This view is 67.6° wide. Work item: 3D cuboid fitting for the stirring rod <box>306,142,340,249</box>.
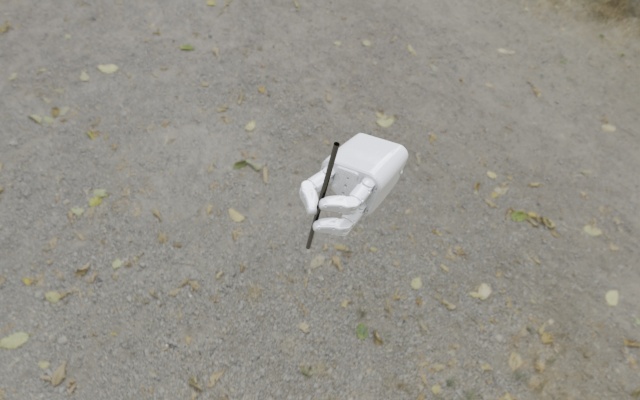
[{"bbox_3d":[0.000,0.002,0.721,0.011,0.011,0.240,0,-40,-13],"label":"stirring rod"}]
